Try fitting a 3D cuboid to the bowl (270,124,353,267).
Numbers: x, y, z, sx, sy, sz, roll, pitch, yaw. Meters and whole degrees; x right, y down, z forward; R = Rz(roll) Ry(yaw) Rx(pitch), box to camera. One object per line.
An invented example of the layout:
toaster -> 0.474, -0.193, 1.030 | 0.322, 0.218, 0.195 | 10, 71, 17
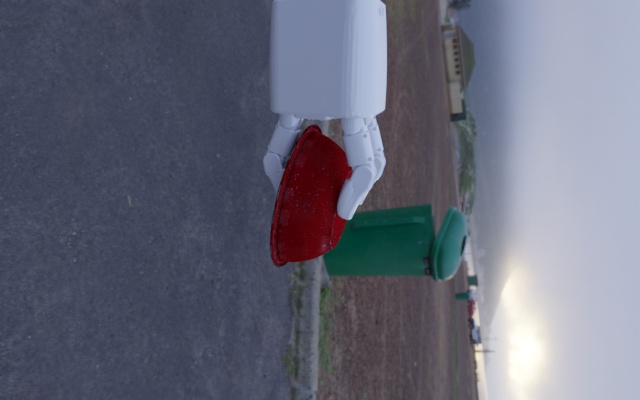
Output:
bowl -> 0.000, 0.003, 0.523 | 0.055, 0.162, 0.162 | 15, 3, 11
